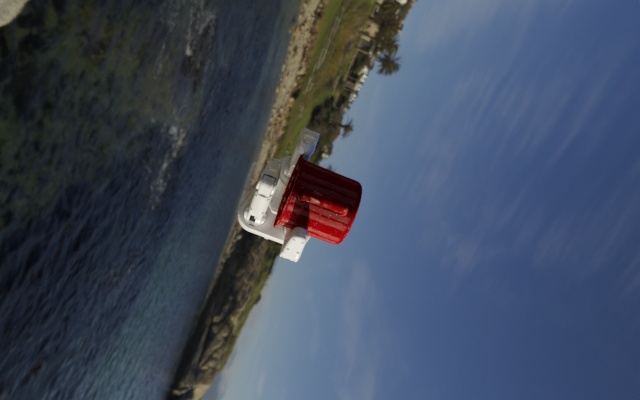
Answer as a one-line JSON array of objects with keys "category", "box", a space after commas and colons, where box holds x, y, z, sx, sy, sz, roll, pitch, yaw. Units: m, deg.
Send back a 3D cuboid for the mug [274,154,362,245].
[{"category": "mug", "box": [0.001, 0.002, 0.557, 0.081, 0.093, 0.117, 21, -6, -8]}]
